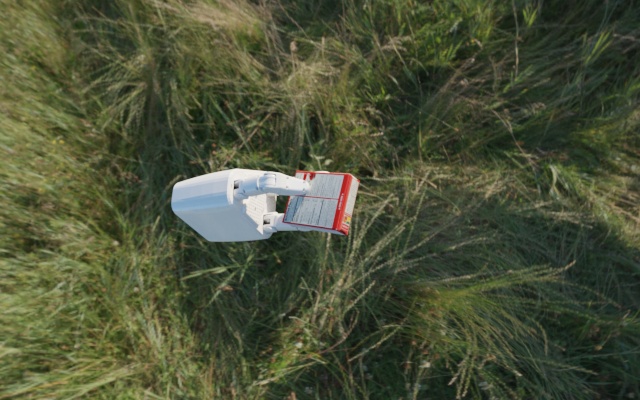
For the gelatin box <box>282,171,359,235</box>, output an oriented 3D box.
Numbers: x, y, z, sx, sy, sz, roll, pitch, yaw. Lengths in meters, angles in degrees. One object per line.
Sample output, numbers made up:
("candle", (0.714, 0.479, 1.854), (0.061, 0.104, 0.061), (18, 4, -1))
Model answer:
("gelatin box", (0.000, 0.002, 0.614), (0.089, 0.073, 0.030), (5, -14, 35))
